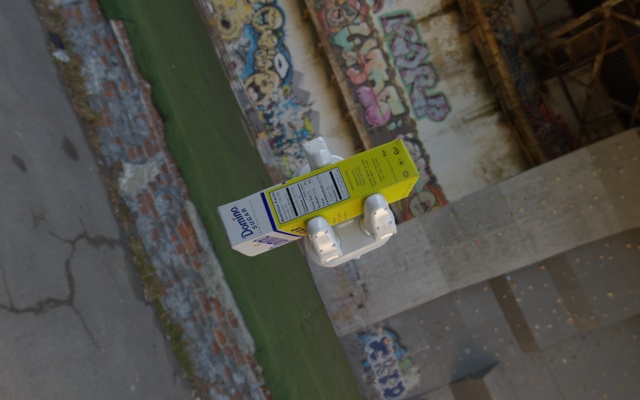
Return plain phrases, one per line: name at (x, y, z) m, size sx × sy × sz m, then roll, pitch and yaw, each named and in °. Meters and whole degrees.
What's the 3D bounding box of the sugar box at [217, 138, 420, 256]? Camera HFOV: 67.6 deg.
sugar box at (0.000, 0.002, 0.456) m, size 0.176 × 0.048 × 0.093 m, roll -24°, pitch -12°, yaw -1°
